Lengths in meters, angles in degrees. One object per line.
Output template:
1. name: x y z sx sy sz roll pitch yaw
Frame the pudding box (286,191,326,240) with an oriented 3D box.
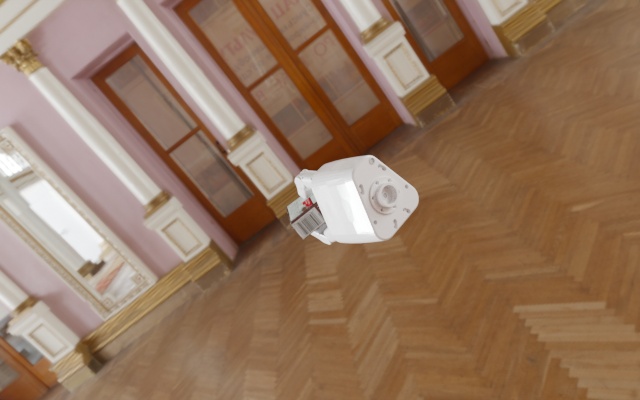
1. pudding box: 0.000 0.002 0.768 0.113 0.039 0.090 -37 16 3
